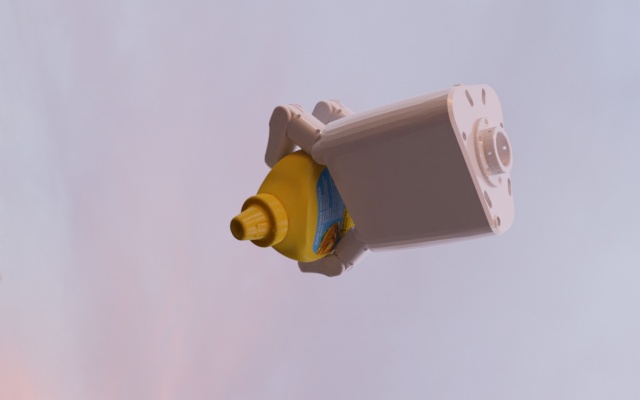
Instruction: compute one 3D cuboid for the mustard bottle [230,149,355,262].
[{"bbox_3d":[0.000,0.001,0.417,0.058,0.096,0.191,19,23,35],"label":"mustard bottle"}]
